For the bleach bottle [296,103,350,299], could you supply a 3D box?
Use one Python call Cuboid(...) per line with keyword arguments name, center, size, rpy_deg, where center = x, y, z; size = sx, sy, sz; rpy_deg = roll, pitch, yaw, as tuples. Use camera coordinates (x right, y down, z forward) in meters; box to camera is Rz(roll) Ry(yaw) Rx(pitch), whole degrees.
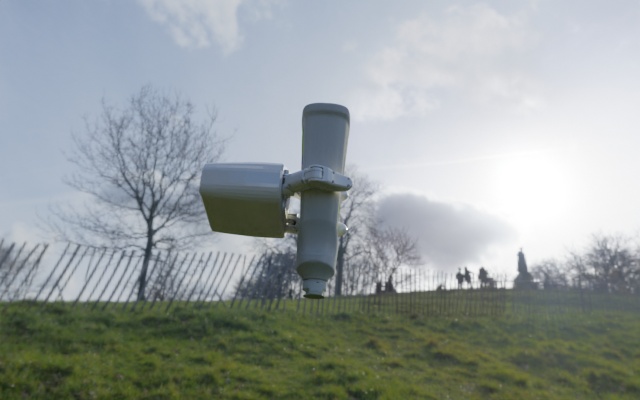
Cuboid(name="bleach bottle", center=(0.000, 0.002, 0.638), size=(0.068, 0.250, 0.103), rpy_deg=(3, -22, 2))
